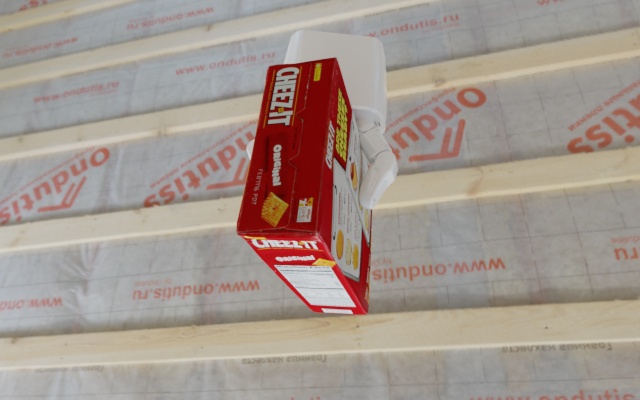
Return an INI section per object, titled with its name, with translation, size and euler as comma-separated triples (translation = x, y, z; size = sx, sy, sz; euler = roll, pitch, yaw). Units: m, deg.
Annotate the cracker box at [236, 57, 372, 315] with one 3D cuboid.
[cracker box]
translation = 0.000, 0.002, 0.458
size = 0.072, 0.164, 0.214
euler = -2, -28, 15
